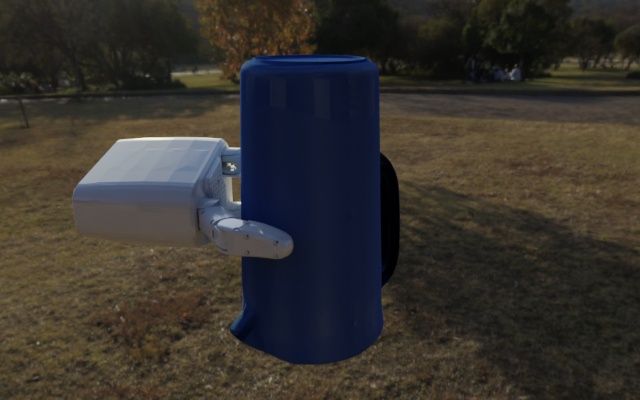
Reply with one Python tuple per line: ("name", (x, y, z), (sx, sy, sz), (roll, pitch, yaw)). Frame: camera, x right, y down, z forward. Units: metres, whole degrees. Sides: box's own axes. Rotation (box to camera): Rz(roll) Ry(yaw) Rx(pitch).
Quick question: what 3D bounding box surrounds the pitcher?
("pitcher", (0.000, 0.001, 0.417), (0.145, 0.243, 0.149), (3, 20, 8))
